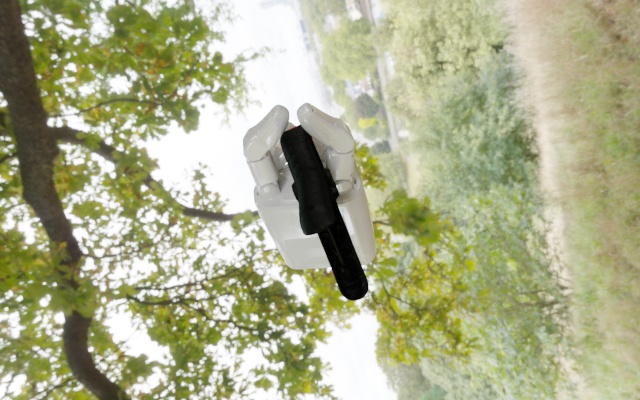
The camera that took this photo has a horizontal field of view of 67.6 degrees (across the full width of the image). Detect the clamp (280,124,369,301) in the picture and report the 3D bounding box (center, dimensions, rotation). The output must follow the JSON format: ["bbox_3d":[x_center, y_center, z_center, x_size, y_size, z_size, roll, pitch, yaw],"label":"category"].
[{"bbox_3d":[-0.001,0.001,0.412,0.039,0.120,0.171,-17,41,2],"label":"clamp"}]
